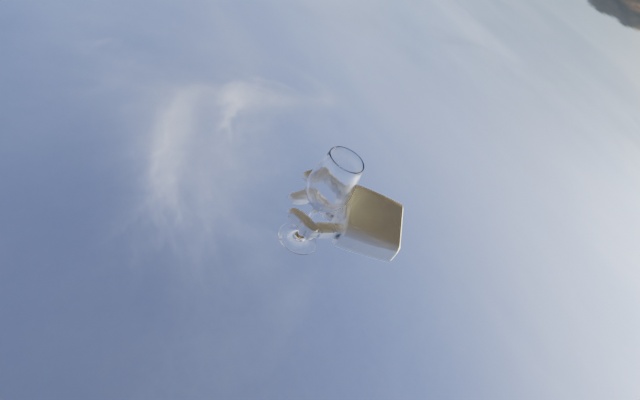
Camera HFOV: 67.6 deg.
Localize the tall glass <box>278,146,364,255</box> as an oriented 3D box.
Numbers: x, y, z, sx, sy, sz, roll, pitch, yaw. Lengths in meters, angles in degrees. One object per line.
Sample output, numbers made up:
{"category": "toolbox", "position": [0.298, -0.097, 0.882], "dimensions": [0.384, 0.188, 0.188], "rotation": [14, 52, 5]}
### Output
{"category": "tall glass", "position": [0.000, 0.003, 0.804], "dimensions": [0.079, 0.079, 0.201], "rotation": [0, -42, -34]}
